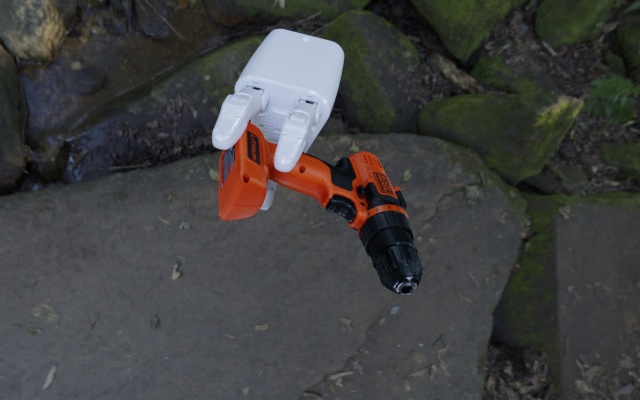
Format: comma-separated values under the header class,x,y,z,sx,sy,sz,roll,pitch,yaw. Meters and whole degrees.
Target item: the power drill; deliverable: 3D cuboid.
class,x,y,z,sx,sy,sz,roll,pitch,yaw
power drill,0.000,0.001,0.454,0.188,0.057,0.184,17,34,-25
